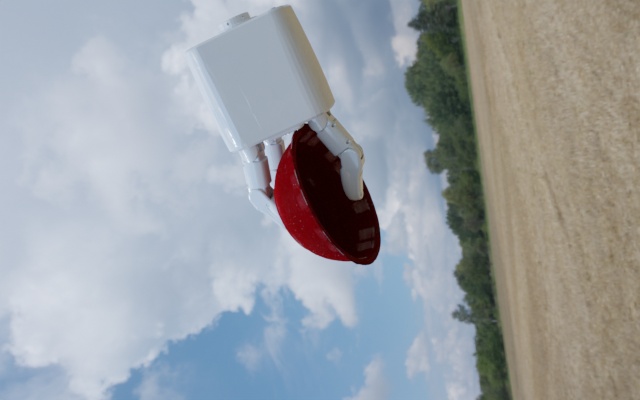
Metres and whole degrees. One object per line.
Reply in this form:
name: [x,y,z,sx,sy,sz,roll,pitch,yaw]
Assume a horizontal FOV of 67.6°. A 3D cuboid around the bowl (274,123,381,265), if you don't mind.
bowl: [0.000,0.003,0.509,0.055,0.162,0.162,-27,-13,25]
